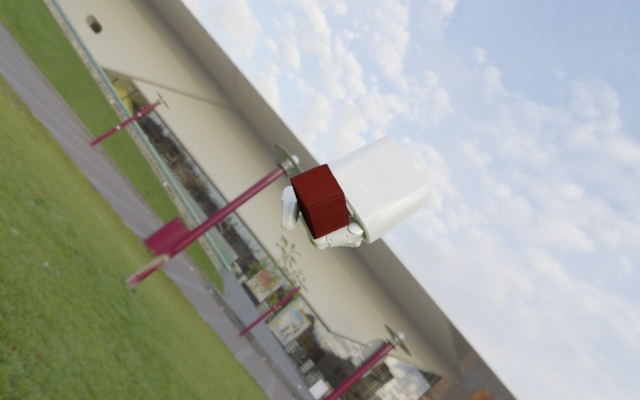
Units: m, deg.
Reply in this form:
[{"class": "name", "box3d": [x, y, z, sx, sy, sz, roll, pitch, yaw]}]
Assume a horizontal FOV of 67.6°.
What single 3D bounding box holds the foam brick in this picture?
[{"class": "foam brick", "box3d": [0.000, 0.002, 0.599, 0.051, 0.053, 0.078, -24, -33, -6]}]
